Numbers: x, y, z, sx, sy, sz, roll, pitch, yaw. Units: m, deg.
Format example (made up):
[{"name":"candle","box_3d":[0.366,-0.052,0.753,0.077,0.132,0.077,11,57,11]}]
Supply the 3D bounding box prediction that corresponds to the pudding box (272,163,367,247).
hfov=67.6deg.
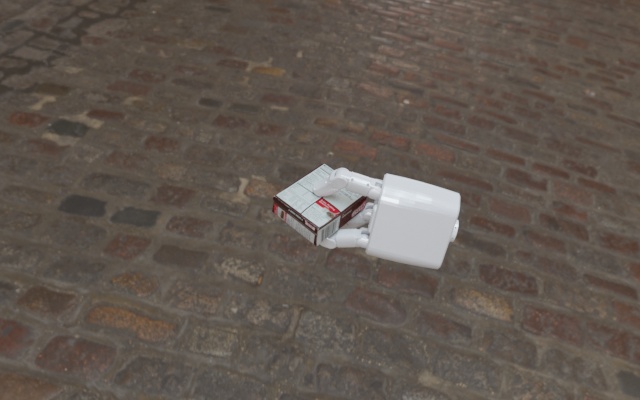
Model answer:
[{"name":"pudding box","box_3d":[0.000,0.002,0.694,0.090,0.039,0.113,35,49,25]}]
